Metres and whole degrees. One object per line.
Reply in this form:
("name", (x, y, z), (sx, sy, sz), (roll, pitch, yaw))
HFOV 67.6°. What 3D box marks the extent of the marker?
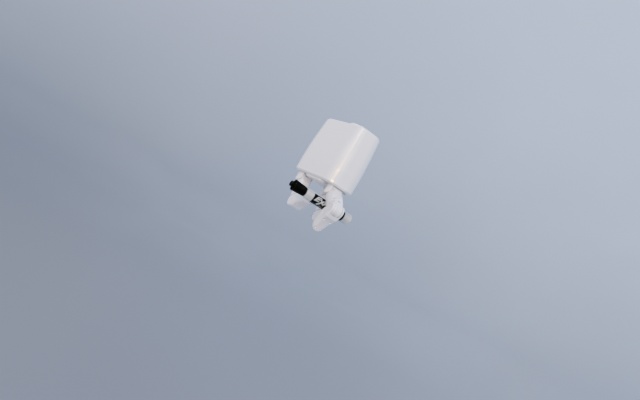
("marker", (0.000, 0.003, 0.757), (0.121, 0.020, 0.020), (33, -16, -25))
